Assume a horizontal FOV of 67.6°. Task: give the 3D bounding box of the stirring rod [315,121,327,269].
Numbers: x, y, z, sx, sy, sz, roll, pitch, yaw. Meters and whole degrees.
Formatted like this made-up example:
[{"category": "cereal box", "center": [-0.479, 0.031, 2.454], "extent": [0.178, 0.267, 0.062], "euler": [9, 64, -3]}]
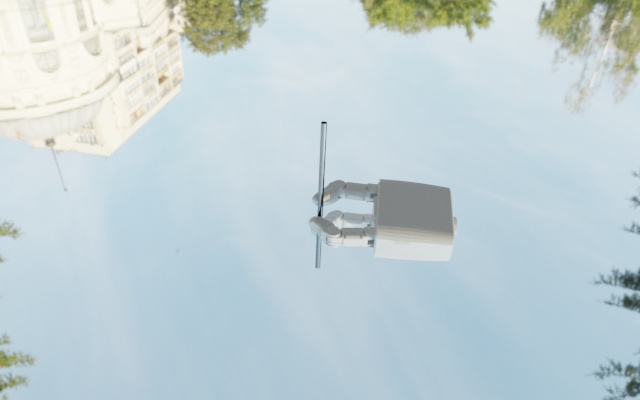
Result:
[{"category": "stirring rod", "center": [0.000, 0.002, 0.666], "extent": [0.011, 0.240, 0.011], "euler": [2, 34, -1]}]
